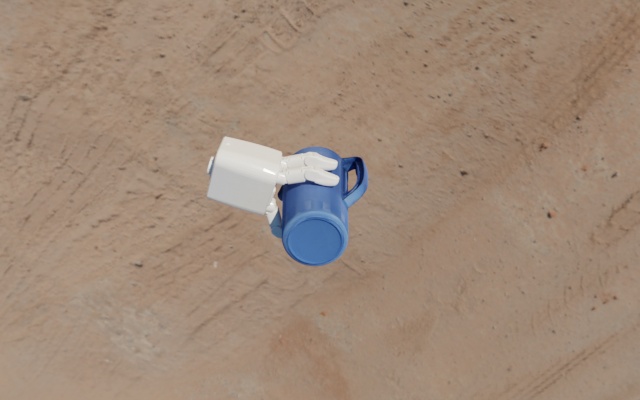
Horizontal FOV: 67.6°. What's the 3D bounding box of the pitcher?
[{"bbox_3d":[0.000,0.003,0.860,0.145,0.149,0.242,17,27,-10],"label":"pitcher"}]
